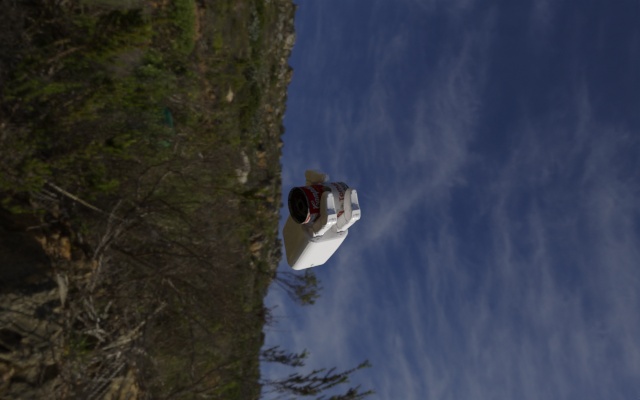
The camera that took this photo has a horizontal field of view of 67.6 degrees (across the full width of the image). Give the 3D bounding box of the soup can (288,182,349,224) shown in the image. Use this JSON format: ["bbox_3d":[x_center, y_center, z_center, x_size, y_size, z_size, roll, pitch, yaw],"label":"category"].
[{"bbox_3d":[0.001,0.002,0.887,0.102,0.068,0.068,-9,5,-34],"label":"soup can"}]
